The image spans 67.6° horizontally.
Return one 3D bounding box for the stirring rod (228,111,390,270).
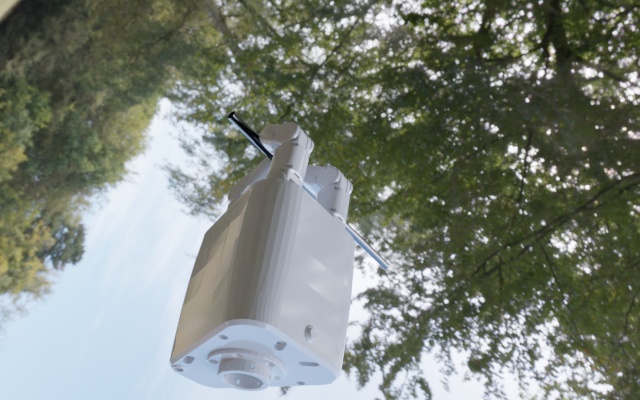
[{"bbox_3d":[0.000,0.001,0.447,0.011,0.011,0.240,0,-35,46],"label":"stirring rod"}]
